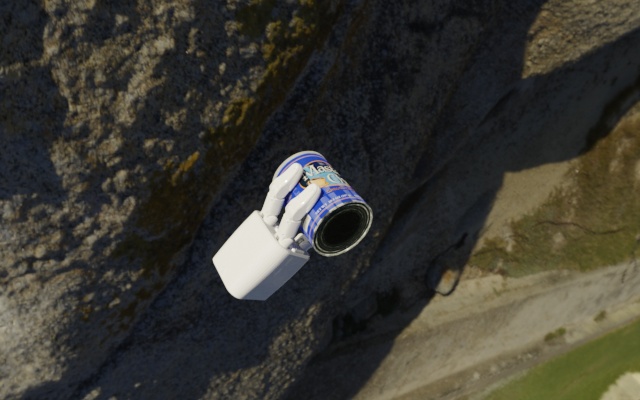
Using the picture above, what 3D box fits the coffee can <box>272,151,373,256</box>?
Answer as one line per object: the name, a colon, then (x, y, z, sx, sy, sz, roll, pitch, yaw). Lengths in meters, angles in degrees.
coffee can: (0.000, 0.002, 0.742, 0.103, 0.103, 0.140, 0, 35, -36)
